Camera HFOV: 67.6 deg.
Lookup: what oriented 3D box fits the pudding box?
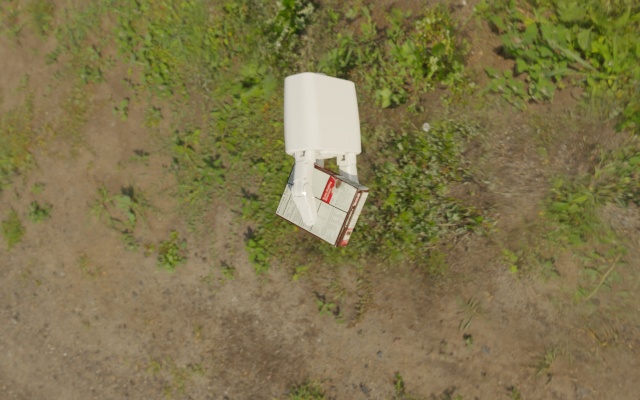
[{"bbox_3d":[0.000,0.002,0.672,0.113,0.090,0.039,27,12,27],"label":"pudding box"}]
